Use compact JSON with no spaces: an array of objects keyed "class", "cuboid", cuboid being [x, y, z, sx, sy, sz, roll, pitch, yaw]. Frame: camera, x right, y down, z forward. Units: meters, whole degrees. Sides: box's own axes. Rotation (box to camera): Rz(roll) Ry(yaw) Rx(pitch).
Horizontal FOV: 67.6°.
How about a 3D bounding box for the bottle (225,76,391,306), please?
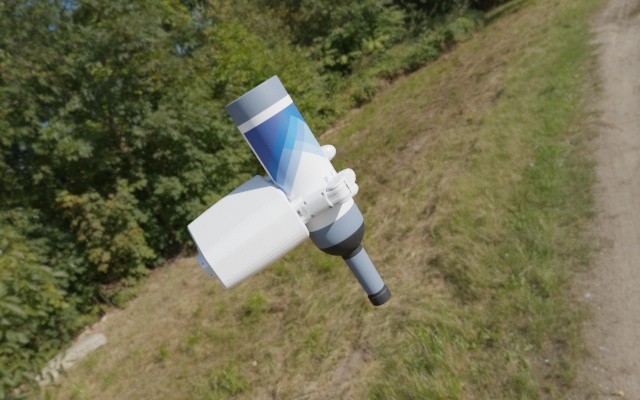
[{"class":"bottle","cuboid":[0.000,0.002,0.556,0.069,0.296,0.069,-30,14,9]}]
